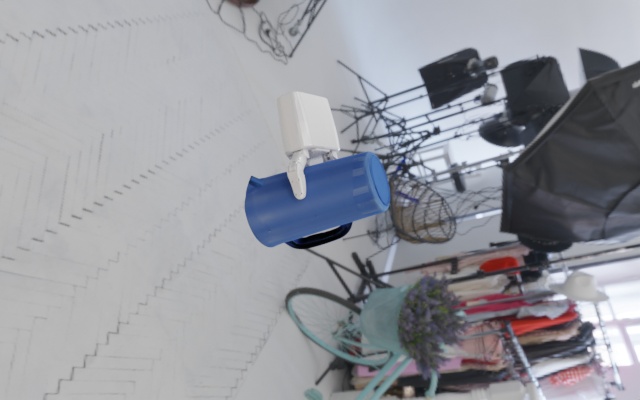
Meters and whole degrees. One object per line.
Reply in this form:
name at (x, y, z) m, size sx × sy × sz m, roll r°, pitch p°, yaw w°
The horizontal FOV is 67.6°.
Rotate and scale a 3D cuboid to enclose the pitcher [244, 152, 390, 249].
pitcher at (0.000, 0.003, 0.864) m, size 0.243 × 0.145 × 0.149 m, roll -15°, pitch -10°, yaw 22°
